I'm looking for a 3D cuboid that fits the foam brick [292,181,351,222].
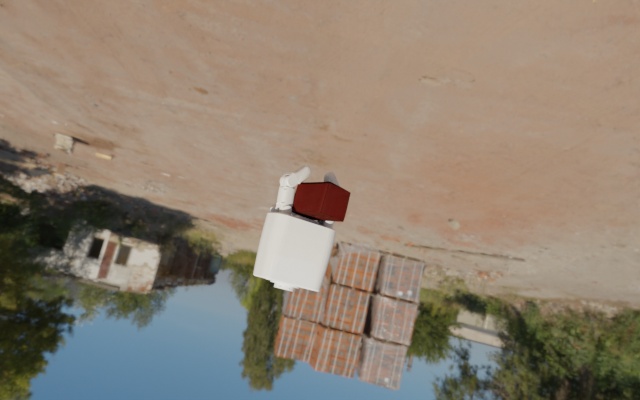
[{"bbox_3d":[0.000,0.002,0.767,0.053,0.051,0.078,24,-16,-38],"label":"foam brick"}]
